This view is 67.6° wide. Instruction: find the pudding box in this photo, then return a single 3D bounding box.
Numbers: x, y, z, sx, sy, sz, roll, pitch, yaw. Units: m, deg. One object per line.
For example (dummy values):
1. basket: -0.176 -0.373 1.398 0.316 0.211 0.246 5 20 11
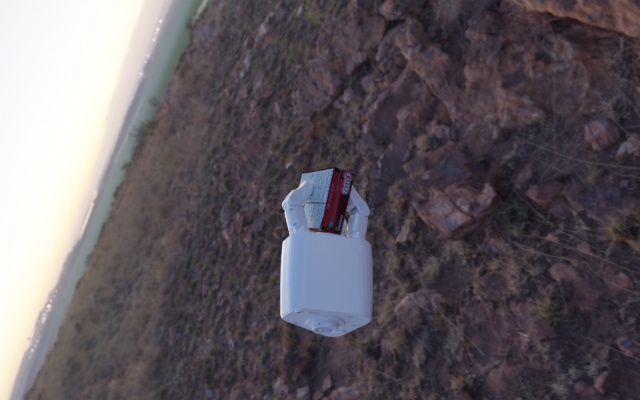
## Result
1. pudding box: 0.000 0.002 0.689 0.039 0.090 0.113 18 -9 -26
